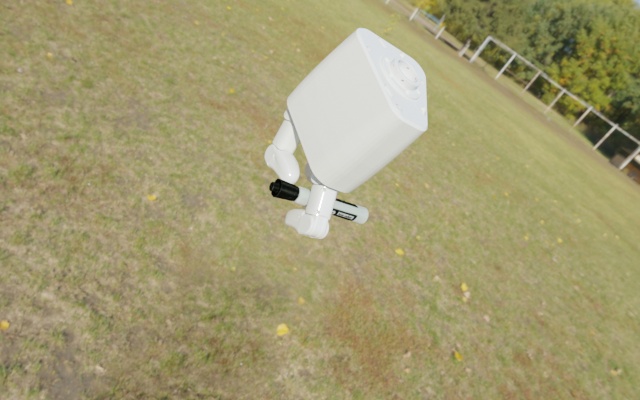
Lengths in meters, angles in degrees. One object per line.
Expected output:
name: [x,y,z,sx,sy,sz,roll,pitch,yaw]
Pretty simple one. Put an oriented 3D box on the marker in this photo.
marker: [0.000,0.002,0.491,0.121,0.020,0.020,18,-11,-35]
